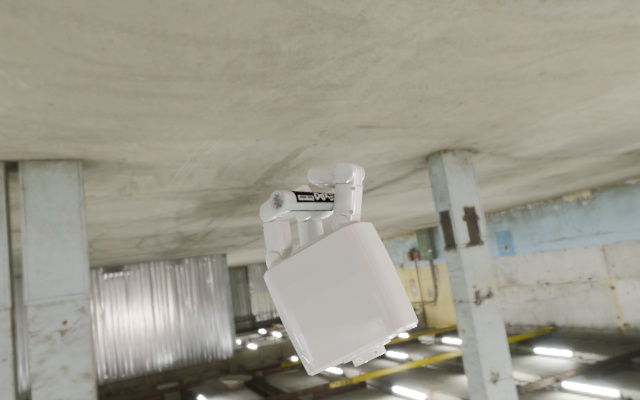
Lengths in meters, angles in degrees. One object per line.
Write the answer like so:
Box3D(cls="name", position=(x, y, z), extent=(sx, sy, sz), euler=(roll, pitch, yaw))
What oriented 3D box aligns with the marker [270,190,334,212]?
Box3D(cls="marker", position=(0.000, 0.001, 0.457), extent=(0.020, 0.020, 0.121), euler=(0, -1, 38))
